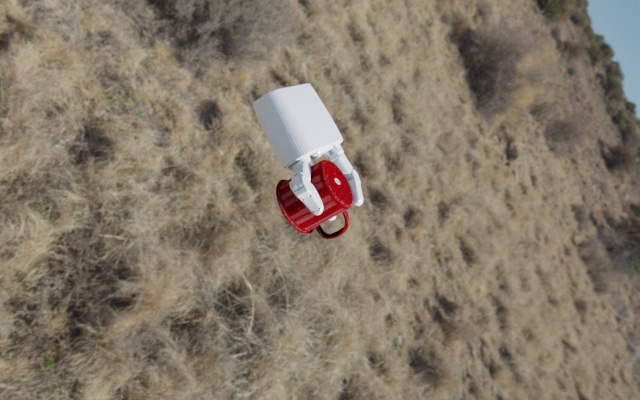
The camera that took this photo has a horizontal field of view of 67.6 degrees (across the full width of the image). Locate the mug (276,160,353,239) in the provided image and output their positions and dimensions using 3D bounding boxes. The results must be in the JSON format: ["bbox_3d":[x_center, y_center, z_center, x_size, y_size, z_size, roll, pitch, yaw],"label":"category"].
[{"bbox_3d":[0.001,0.004,0.710,0.081,0.117,0.093,-29,1,24],"label":"mug"}]
